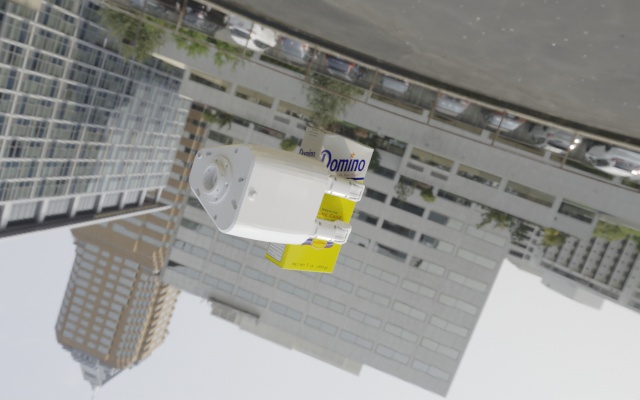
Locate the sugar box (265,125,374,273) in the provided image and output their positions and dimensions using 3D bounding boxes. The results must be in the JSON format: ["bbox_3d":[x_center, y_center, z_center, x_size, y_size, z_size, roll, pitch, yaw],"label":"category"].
[{"bbox_3d":[0.000,0.002,0.613,0.093,0.176,0.048,12,11,-44],"label":"sugar box"}]
